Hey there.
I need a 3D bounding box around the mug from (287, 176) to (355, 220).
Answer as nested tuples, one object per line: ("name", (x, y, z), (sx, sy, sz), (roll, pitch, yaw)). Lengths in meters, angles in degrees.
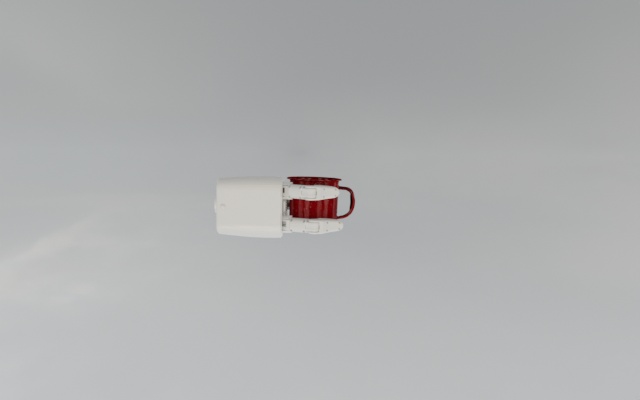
("mug", (0.002, 0.003, 0.810), (0.117, 0.081, 0.093), (2, 6, 1))
